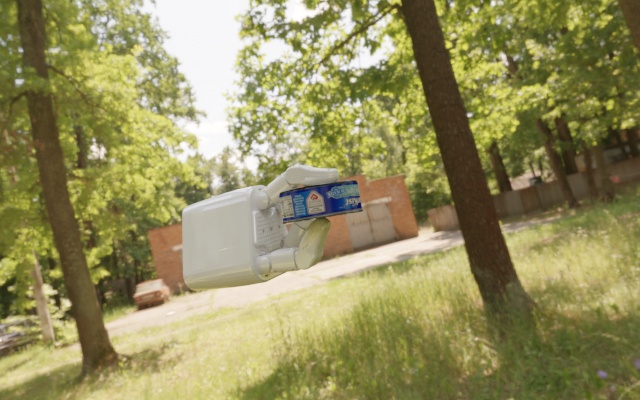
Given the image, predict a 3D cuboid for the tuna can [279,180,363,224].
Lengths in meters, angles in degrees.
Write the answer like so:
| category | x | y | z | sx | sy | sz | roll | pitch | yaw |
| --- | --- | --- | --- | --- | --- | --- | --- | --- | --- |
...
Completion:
| category | x | y | z | sx | sy | sz | roll | pitch | yaw |
| --- | --- | --- | --- | --- | --- | --- | --- | --- | --- |
| tuna can | 0.000 | 0.001 | 0.502 | 0.086 | 0.034 | 0.086 | -9 | -2 | 0 |
